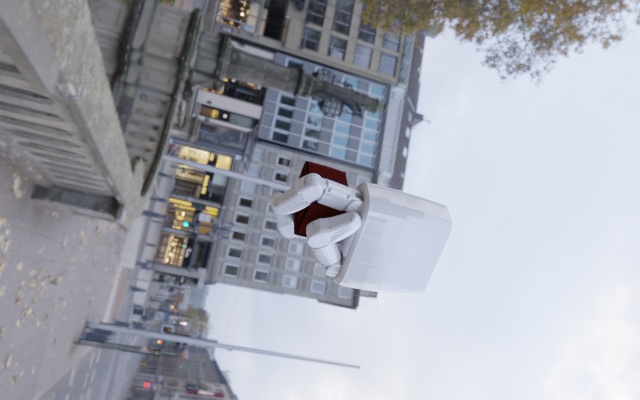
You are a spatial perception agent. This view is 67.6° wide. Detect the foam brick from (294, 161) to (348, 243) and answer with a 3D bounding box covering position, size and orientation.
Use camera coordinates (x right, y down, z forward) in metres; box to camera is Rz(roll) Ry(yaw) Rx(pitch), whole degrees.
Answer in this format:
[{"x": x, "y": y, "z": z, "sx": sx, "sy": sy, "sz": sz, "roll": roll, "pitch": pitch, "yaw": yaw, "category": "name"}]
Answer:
[{"x": 0.000, "y": 0.002, "z": 0.551, "sx": 0.051, "sy": 0.053, "sz": 0.078, "roll": 13, "pitch": 38, "yaw": -14, "category": "foam brick"}]
